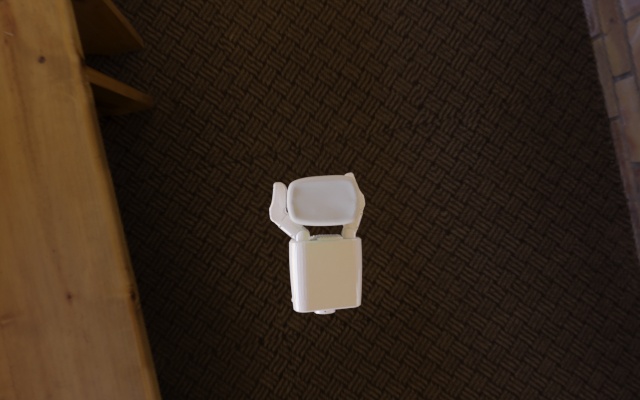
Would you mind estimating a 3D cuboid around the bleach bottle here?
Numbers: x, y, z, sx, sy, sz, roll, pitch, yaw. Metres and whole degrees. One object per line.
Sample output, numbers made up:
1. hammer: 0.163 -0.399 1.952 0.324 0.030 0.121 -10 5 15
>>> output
1. bleach bottle: 0.000 0.002 0.762 0.102 0.068 0.251 -2 -1 -1
